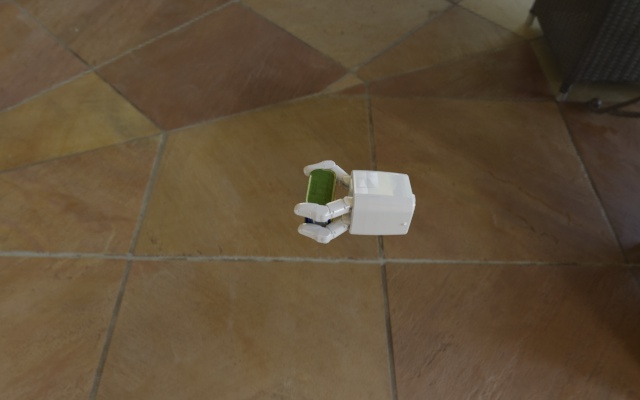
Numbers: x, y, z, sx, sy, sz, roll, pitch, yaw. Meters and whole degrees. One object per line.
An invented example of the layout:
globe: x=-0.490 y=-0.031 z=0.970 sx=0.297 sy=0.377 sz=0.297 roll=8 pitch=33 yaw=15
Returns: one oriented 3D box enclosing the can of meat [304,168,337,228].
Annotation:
can of meat: x=0.000 y=0.003 z=0.889 sx=0.057 sy=0.102 sz=0.084 roll=6 pitch=-38 yaw=2
